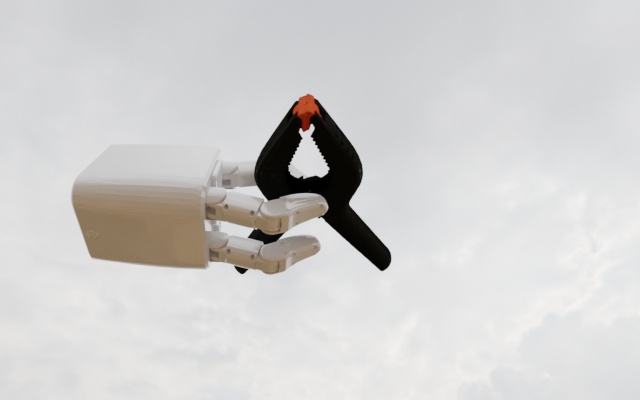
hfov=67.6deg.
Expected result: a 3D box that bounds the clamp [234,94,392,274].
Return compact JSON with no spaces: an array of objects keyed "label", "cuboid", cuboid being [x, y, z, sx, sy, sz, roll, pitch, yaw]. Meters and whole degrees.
[{"label":"clamp","cuboid":[0.000,0.000,0.443,0.164,0.210,0.036,3,43,-5]}]
